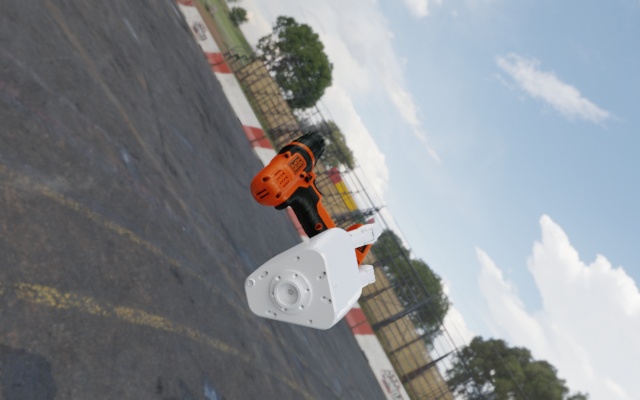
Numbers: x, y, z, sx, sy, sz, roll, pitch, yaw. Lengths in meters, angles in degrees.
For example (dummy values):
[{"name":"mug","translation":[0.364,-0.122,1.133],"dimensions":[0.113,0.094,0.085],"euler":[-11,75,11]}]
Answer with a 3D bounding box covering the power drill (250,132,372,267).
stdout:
[{"name":"power drill","translation":[0.000,0.003,0.681],"dimensions":[0.057,0.188,0.184],"euler":[-31,12,37]}]
